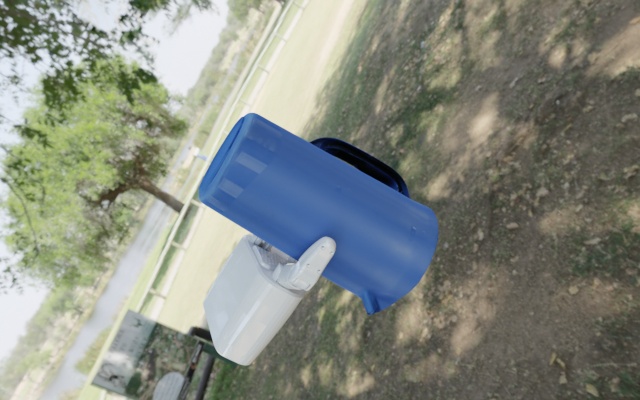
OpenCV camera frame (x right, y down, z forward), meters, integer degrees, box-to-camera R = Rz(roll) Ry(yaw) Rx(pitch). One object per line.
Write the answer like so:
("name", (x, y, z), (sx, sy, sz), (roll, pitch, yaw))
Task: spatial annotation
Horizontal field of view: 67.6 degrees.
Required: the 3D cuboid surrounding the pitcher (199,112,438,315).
("pitcher", (0.000, 0.002, 0.530), (0.243, 0.145, 0.149), (31, 10, -18))
